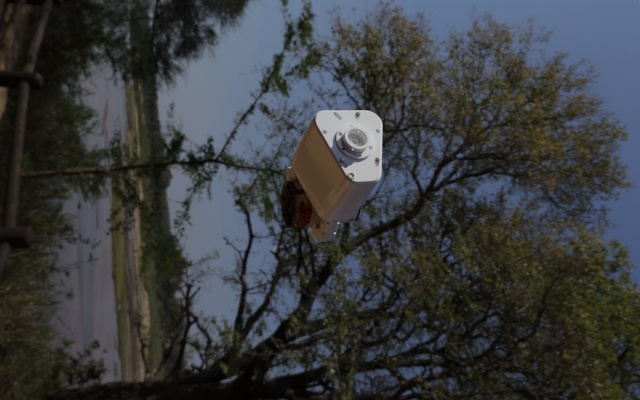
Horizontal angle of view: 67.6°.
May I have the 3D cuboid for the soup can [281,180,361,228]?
[{"bbox_3d":[0.000,0.003,0.700,0.102,0.068,0.068,-4,1,-20],"label":"soup can"}]
